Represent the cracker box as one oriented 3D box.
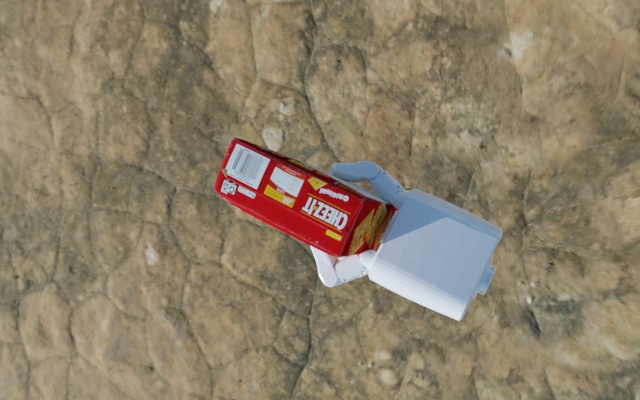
[{"bbox_3d":[0.000,0.002,0.574,0.164,0.072,0.214,26,5,20],"label":"cracker box"}]
